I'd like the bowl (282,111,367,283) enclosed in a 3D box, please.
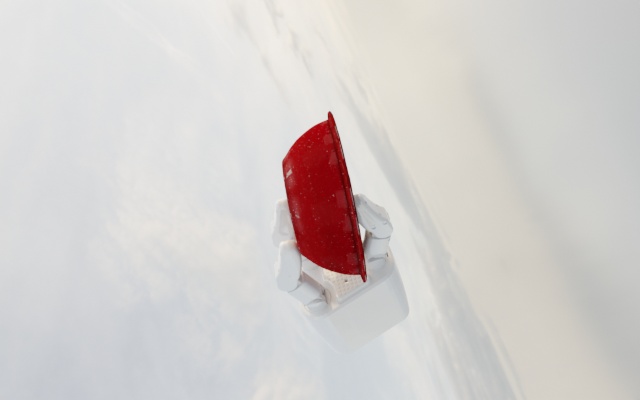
[{"bbox_3d":[-0.001,0.000,0.446,0.055,0.162,0.162,-11,0,0],"label":"bowl"}]
